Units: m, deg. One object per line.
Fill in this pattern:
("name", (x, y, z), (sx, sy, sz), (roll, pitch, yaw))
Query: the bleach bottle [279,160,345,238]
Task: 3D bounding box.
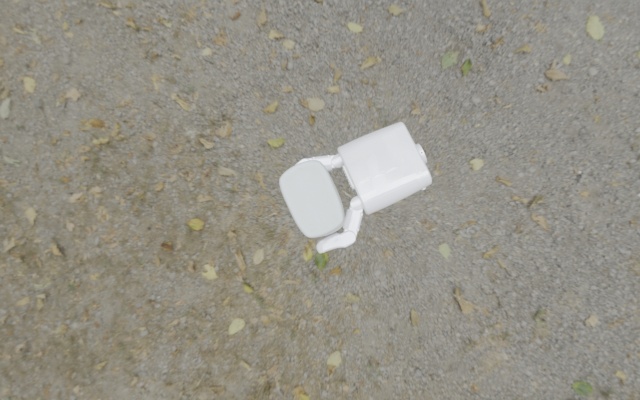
("bleach bottle", (0.000, 0.003, 0.738), (0.068, 0.102, 0.251), (-24, -3, 4))
